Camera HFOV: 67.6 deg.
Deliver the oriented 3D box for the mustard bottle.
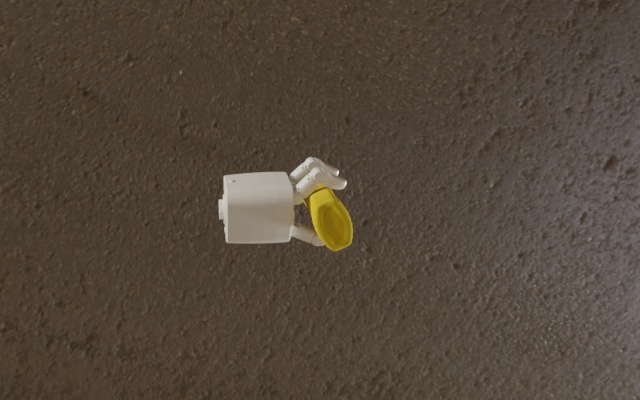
[{"bbox_3d":[0.001,0.003,0.824,0.058,0.096,0.191,-25,27,-2],"label":"mustard bottle"}]
